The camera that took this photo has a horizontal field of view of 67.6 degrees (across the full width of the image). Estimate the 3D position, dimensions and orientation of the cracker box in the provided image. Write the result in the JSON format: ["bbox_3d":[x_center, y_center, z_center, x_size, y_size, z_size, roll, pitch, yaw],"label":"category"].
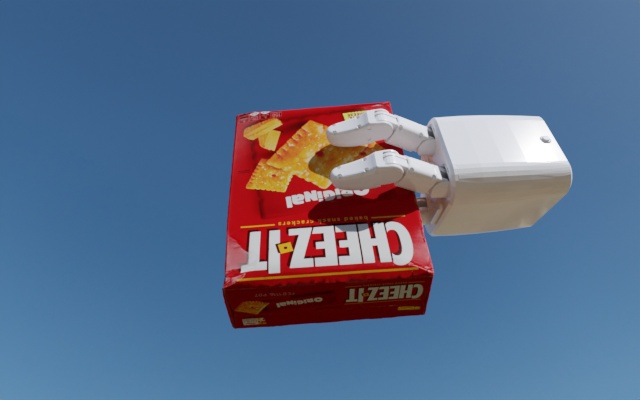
[{"bbox_3d":[0.000,0.001,0.445,0.164,0.213,0.072,-4,-42,-1],"label":"cracker box"}]
